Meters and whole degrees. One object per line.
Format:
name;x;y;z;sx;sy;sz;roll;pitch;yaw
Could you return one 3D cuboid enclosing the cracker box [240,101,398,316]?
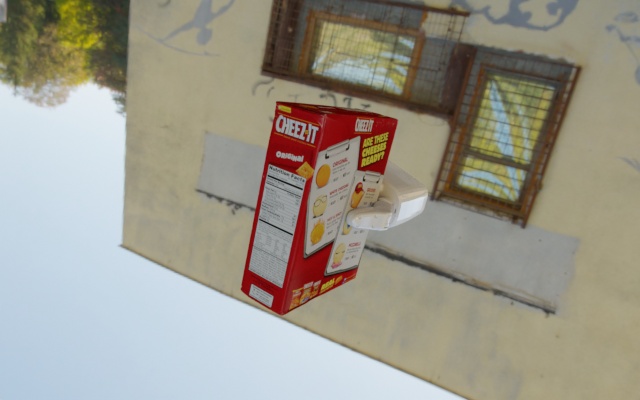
cracker box;0.000;0.002;0.544;0.072;0.214;0.164;21;18;29
